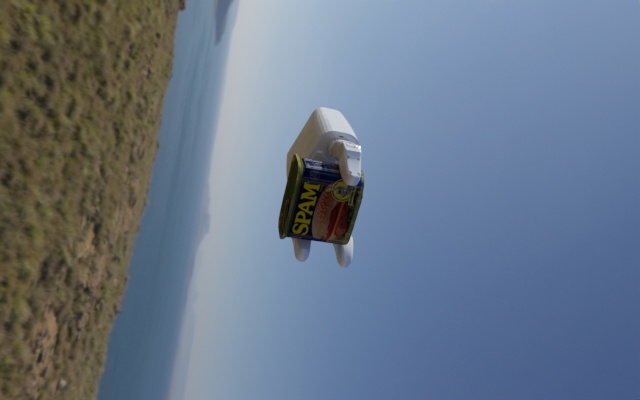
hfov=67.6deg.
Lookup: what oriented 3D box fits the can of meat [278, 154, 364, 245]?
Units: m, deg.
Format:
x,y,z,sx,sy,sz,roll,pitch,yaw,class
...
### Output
x,y,z,sx,sy,sz,roll,pitch,yaw,class
0.000,0.002,0.581,0.084,0.102,0.057,9,24,-14,can of meat
